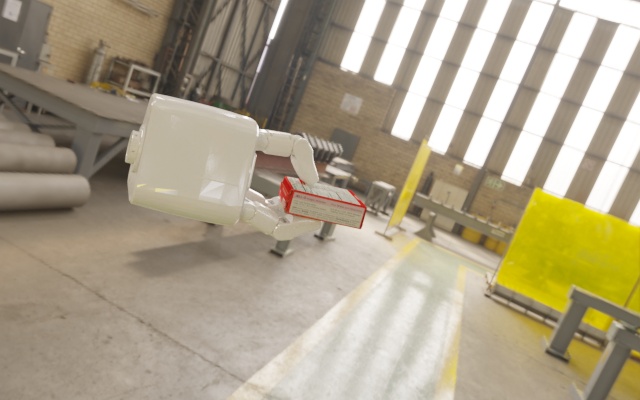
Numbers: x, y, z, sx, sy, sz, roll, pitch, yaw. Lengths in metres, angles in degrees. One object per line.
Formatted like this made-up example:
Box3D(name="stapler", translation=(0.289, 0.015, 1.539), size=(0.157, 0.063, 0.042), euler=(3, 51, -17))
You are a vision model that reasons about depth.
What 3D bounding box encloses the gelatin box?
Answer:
Box3D(name="gelatin box", translation=(0.001, 0.001, 0.543), size=(0.089, 0.030, 0.073), euler=(12, 12, -13))
